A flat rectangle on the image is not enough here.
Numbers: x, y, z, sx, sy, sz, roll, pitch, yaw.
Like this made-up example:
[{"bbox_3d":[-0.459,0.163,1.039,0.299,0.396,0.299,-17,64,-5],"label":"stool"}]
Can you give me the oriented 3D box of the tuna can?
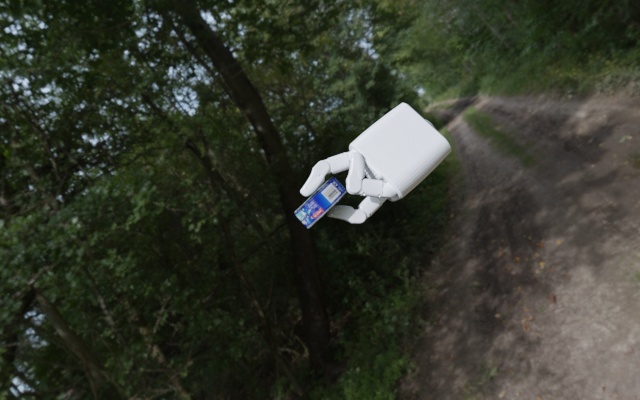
[{"bbox_3d":[0.000,0.002,0.737,0.086,0.034,0.086,-43,1,1],"label":"tuna can"}]
